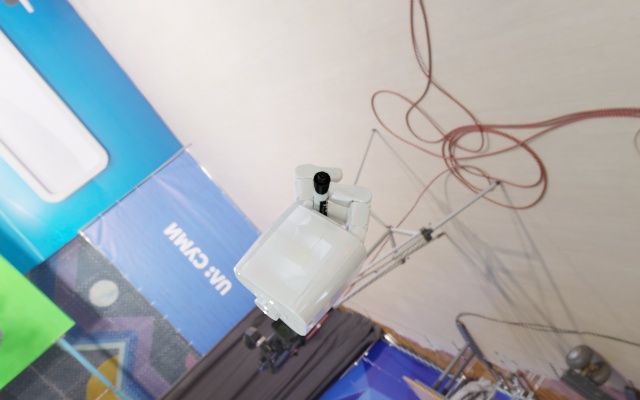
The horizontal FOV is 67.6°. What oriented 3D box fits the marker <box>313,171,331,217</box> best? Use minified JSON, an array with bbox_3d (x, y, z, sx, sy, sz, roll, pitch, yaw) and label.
[{"bbox_3d":[0.000,0.002,0.551,0.020,0.020,0.121,0,-27,-2],"label":"marker"}]
